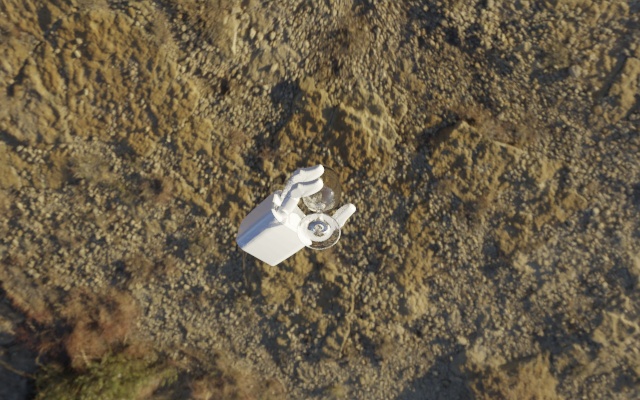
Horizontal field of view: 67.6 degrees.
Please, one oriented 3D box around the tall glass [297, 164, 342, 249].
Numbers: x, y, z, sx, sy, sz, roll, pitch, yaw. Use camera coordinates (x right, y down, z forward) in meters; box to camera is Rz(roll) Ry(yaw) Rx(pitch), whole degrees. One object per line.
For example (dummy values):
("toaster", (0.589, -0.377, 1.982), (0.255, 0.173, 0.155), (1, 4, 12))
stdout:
("tall glass", (0.000, 0.003, 0.891), (0.079, 0.079, 0.201), (0, 30, 3))
